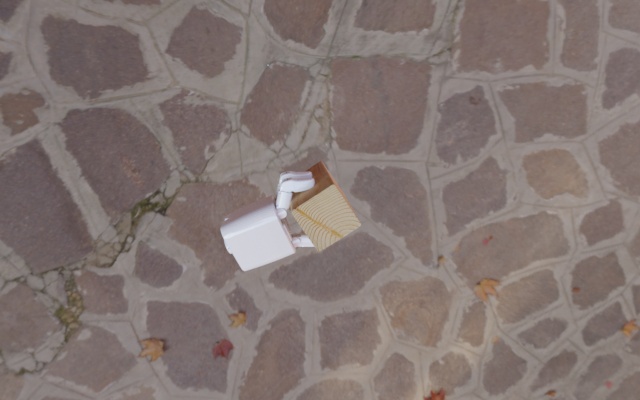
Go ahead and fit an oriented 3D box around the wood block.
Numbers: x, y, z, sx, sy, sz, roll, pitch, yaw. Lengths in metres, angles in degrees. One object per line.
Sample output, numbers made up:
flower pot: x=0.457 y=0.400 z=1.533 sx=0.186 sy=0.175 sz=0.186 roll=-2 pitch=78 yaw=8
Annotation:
wood block: x=0.000 y=0.003 z=0.899 sx=0.090 sy=0.091 sz=0.206 roll=-33 pitch=17 yaw=4
